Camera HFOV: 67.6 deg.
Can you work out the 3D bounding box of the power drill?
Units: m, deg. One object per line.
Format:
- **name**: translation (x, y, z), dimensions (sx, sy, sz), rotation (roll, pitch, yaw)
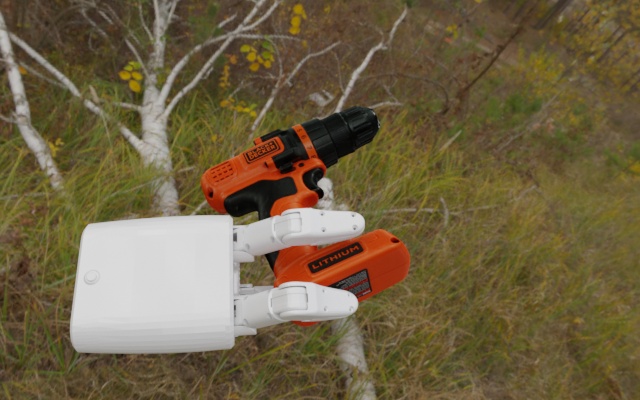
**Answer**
- **power drill**: translation (0.000, 0.002, 0.420), dimensions (0.184, 0.057, 0.187), rotation (-27, 48, -5)
